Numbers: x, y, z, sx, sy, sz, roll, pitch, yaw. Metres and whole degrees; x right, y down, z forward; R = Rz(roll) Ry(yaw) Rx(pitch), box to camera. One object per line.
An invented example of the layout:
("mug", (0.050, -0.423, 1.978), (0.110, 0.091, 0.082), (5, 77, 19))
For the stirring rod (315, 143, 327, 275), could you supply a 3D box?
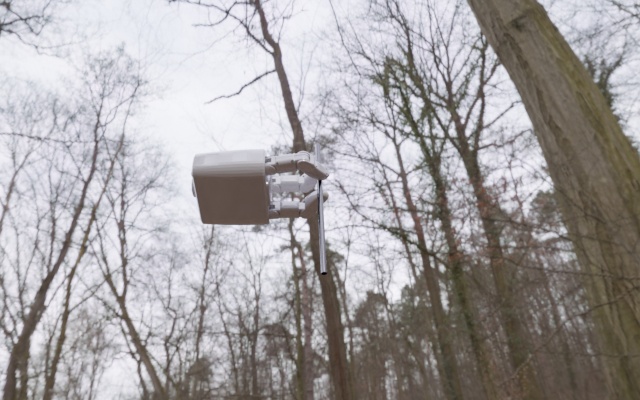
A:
("stirring rod", (0.000, 0.002, 0.693), (0.011, 0.239, 0.011), (-2, -40, -1))
